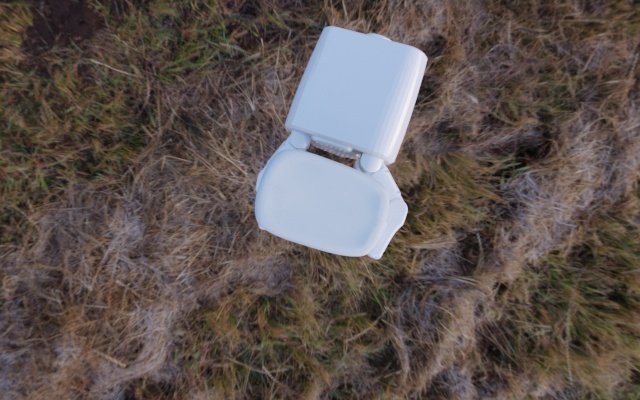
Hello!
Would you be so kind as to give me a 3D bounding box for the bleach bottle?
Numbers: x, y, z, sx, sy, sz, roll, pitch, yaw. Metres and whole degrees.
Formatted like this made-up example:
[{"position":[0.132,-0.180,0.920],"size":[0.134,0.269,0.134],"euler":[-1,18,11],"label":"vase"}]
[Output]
[{"position":[0.000,0.002,0.476],"size":[0.102,0.068,0.251],"euler":[19,0,-2],"label":"bleach bottle"}]
